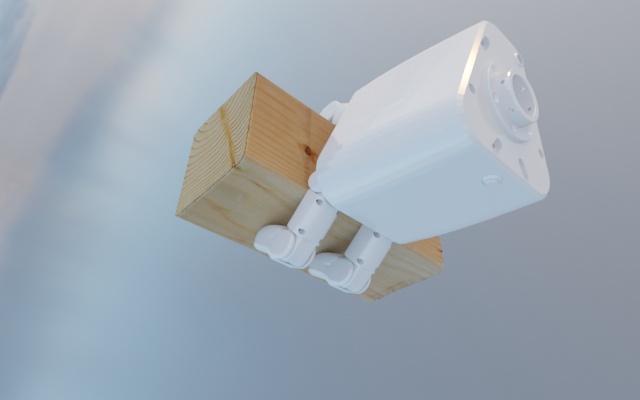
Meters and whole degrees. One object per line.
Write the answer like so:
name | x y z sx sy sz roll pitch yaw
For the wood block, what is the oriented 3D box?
wood block | 0.000 0.001 0.400 0.206 0.090 0.090 30 -46 -32
